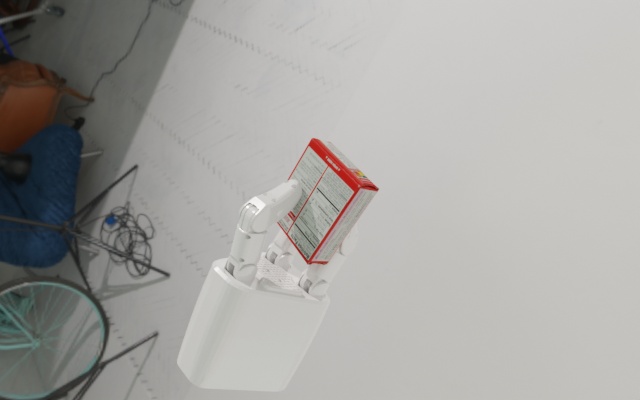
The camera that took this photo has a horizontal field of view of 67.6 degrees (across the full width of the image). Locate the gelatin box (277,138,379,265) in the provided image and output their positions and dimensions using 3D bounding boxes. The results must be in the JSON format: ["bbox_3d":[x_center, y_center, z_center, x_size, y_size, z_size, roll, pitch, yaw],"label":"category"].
[{"bbox_3d":[0.000,0.001,0.426,0.030,0.089,0.073,7,33,-47],"label":"gelatin box"}]
